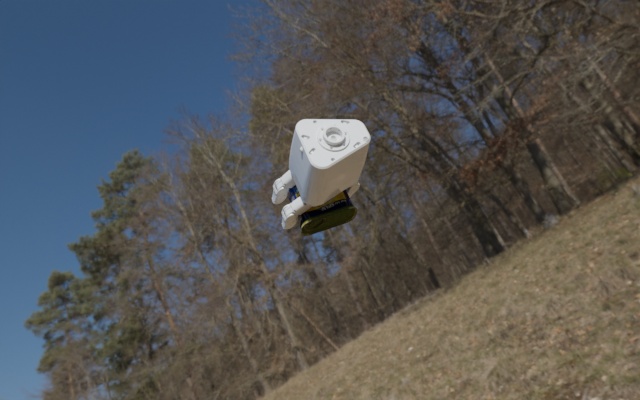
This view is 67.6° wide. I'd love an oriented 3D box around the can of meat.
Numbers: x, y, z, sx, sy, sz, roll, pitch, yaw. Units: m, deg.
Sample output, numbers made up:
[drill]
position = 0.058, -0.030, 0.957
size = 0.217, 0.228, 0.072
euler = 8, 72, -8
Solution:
[can of meat]
position = 0.000, 0.002, 0.828
size = 0.102, 0.084, 0.057
euler = -18, -25, -13
